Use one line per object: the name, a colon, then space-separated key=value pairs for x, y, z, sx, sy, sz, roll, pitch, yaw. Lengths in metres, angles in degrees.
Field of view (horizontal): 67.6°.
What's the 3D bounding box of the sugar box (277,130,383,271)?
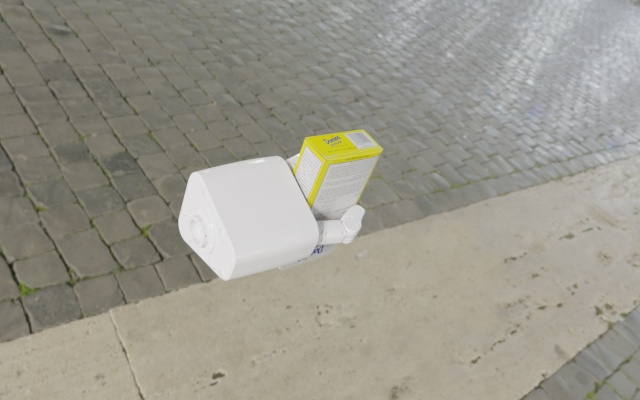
sugar box: x=0.000 y=0.001 z=0.571 sx=0.093 sy=0.176 sz=0.048 roll=-13 pitch=52 yaw=-40
